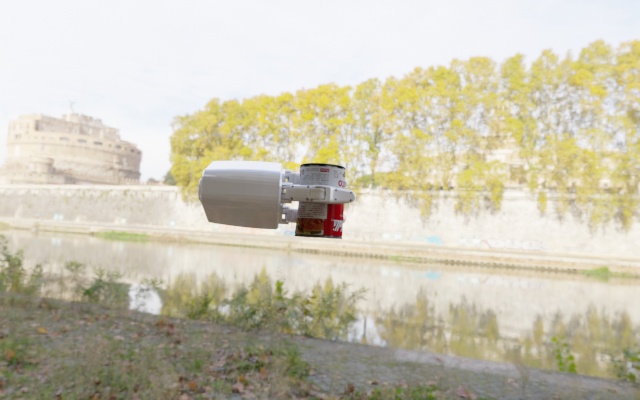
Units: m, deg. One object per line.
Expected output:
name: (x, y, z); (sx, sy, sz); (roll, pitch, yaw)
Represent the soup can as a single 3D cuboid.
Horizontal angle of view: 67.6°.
soup can: (0.001, 0.002, 0.676); (0.068, 0.102, 0.068); (3, -4, 0)
